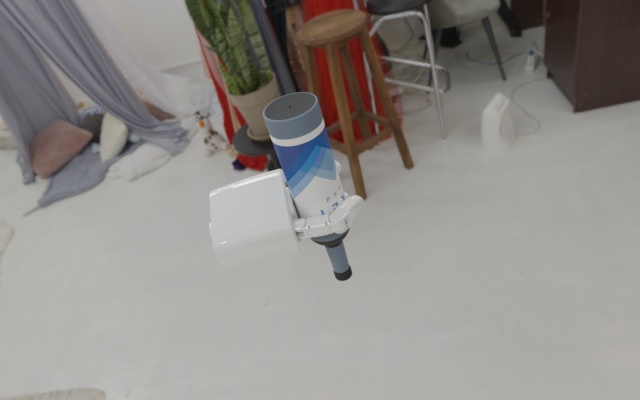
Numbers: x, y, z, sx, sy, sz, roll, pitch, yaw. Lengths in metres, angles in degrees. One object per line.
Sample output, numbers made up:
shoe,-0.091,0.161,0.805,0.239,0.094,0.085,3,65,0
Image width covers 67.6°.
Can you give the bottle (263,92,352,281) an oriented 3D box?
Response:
bottle,0.000,0.002,0.642,0.069,0.296,0.069,-11,38,9
